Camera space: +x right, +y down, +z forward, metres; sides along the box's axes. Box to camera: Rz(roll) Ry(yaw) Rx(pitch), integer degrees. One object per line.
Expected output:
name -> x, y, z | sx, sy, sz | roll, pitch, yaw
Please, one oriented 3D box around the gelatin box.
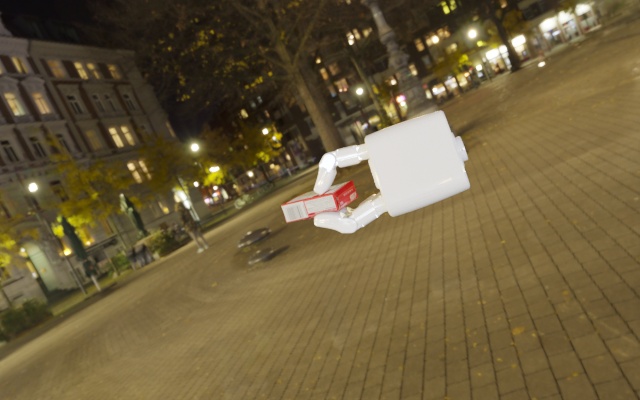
gelatin box -> 0.000, 0.002, 0.688 | 0.089, 0.030, 0.073 | -13, 9, 27
